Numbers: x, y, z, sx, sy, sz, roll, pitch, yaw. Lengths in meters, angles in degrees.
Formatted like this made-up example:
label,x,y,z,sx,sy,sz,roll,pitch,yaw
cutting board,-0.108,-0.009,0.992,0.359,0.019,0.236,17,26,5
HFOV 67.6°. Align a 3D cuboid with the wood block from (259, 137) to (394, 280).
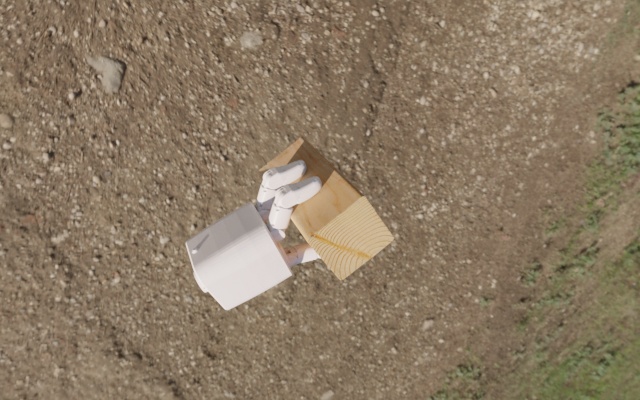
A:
label,x,y,z,sx,sy,sz,roll,pitch,yaw
wood block,0.000,0.003,0.666,0.090,0.091,0.206,-39,36,-1
